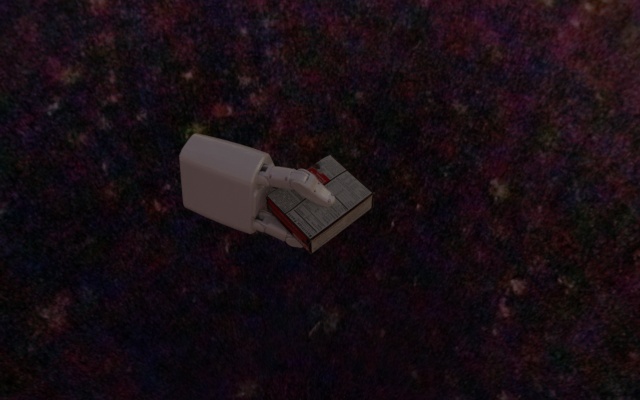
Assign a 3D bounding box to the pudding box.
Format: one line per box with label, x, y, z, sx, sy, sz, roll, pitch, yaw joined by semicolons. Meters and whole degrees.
pudding box;0.000;0.002;0.618;0.113;0.090;0.039;-36;-26;-20
